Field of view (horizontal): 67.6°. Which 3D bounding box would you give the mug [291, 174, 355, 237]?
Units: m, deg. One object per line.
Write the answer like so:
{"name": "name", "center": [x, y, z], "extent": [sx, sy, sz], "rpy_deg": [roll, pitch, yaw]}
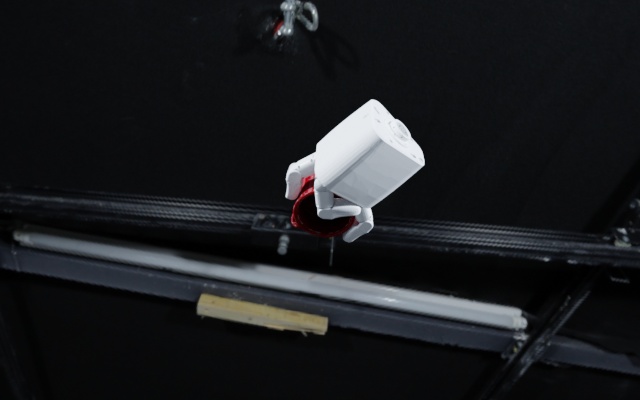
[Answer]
{"name": "mug", "center": [-0.001, 0.003, 0.748], "extent": [0.093, 0.081, 0.117], "rpy_deg": [40, -57, -24]}
